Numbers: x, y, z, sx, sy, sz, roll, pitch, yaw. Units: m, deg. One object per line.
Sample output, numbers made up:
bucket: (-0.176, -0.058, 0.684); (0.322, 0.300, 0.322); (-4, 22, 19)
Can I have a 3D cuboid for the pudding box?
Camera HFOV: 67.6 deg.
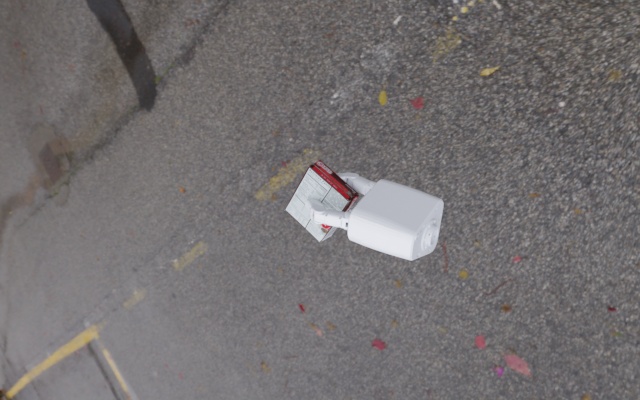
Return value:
pudding box: (0.000, 0.003, 0.796); (0.090, 0.113, 0.039); (43, 38, 13)
